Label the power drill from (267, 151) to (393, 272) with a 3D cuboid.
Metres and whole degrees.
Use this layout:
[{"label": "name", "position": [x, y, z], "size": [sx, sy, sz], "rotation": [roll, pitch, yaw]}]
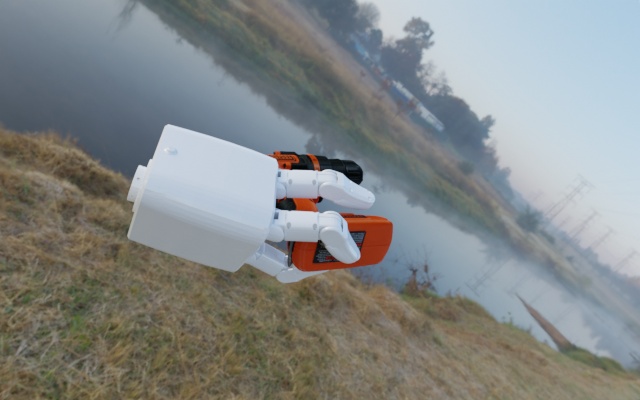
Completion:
[{"label": "power drill", "position": [0.000, 0.002, 0.534], "size": [0.184, 0.057, 0.187], "rotation": [-3, 28, -27]}]
